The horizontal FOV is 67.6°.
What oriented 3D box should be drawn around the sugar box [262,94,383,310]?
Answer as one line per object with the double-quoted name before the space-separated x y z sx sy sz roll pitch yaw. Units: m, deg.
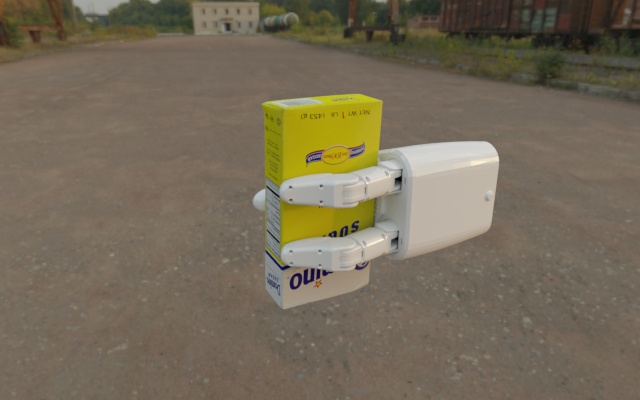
"sugar box" 0.000 0.001 0.413 0.093 0.176 0.048 -10 22 -26
